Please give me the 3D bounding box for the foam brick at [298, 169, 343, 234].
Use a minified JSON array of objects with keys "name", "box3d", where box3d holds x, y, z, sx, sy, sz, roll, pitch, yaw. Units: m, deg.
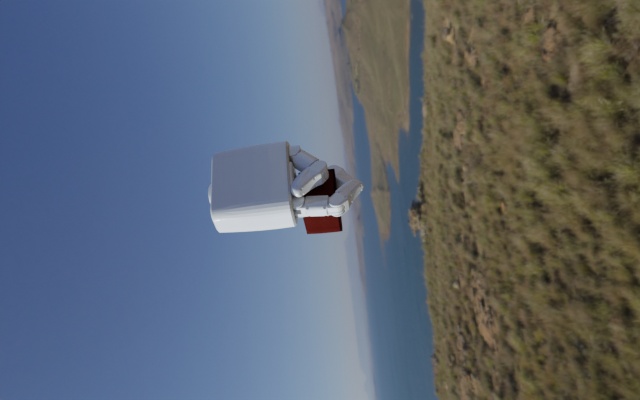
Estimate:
[{"name":"foam brick","box3d":[0.000,0.002,0.665,0.051,0.053,0.078,-7,-44,4]}]
